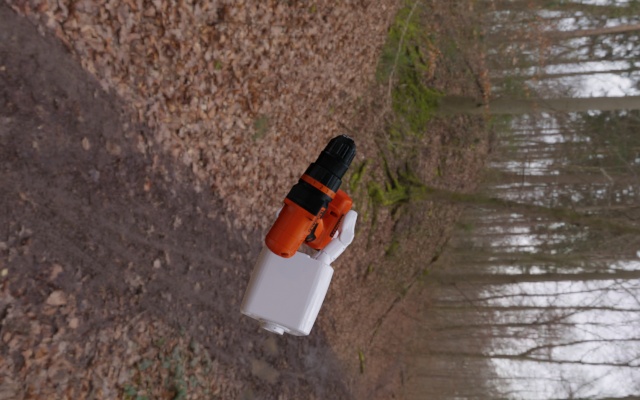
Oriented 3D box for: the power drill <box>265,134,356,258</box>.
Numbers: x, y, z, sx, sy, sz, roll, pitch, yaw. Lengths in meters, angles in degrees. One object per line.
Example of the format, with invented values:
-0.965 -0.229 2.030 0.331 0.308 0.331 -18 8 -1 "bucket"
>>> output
0.000 0.003 0.703 0.057 0.184 0.188 34 -1 15 "power drill"
